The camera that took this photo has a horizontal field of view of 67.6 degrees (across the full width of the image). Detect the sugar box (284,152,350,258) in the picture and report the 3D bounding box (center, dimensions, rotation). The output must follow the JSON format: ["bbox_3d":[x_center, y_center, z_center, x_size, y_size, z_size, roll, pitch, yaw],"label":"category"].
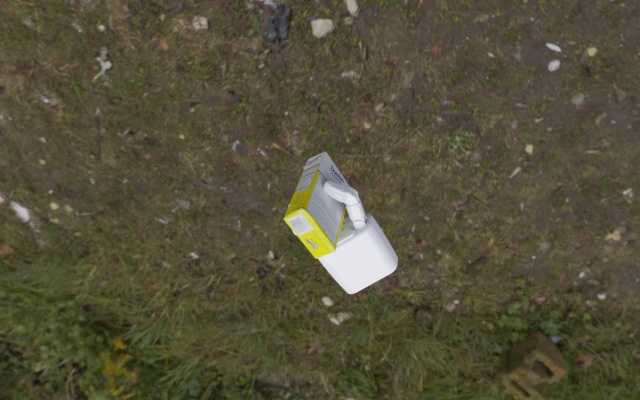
[{"bbox_3d":[0.000,0.003,0.802,0.048,0.093,0.176,-24,26,25],"label":"sugar box"}]
